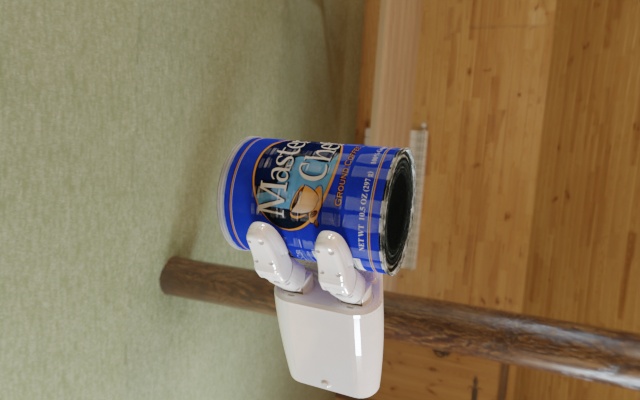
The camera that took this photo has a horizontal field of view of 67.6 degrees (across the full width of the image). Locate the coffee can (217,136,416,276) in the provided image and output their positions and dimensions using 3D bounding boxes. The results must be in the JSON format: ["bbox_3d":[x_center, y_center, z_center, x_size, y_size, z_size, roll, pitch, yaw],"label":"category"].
[{"bbox_3d":[0.000,0.001,0.403,0.140,0.103,0.103,7,3,22],"label":"coffee can"}]
